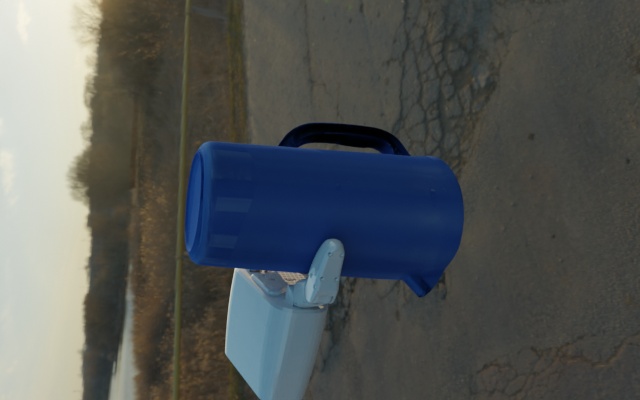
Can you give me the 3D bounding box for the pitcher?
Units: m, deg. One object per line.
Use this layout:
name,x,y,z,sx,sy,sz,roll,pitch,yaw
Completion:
pitcher,0.000,0.002,0.462,0.243,0.145,0.149,5,17,-23
